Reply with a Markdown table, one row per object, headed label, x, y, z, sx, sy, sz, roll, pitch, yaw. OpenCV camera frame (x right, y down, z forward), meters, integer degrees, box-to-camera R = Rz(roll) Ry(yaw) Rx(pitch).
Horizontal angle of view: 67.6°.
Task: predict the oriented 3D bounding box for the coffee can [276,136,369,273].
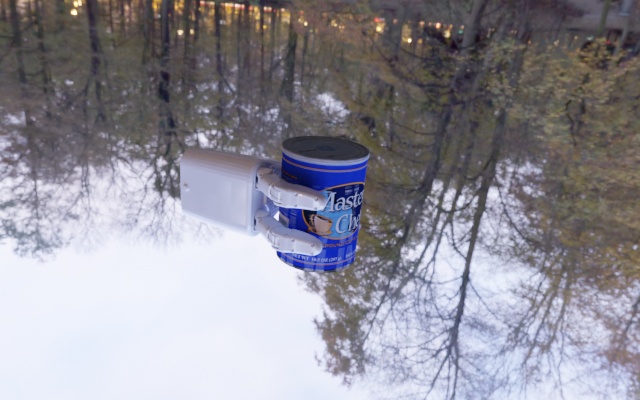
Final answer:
| label | x | y | z | sx | sy | sz | roll | pitch | yaw |
| --- | --- | --- | --- | --- | --- | --- | --- | --- | --- |
| coffee can | 0.000 | 0.002 | 0.582 | 0.103 | 0.140 | 0.102 | 5 | 21 | -2 |
